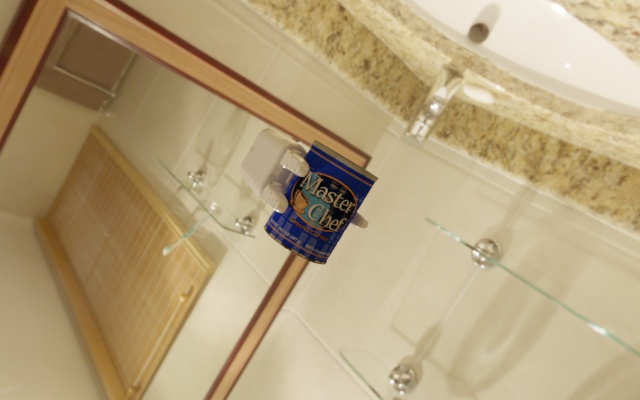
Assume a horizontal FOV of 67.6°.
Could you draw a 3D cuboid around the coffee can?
[{"bbox_3d":[0.000,0.002,0.660,0.103,0.140,0.103,31,6,-4],"label":"coffee can"}]
